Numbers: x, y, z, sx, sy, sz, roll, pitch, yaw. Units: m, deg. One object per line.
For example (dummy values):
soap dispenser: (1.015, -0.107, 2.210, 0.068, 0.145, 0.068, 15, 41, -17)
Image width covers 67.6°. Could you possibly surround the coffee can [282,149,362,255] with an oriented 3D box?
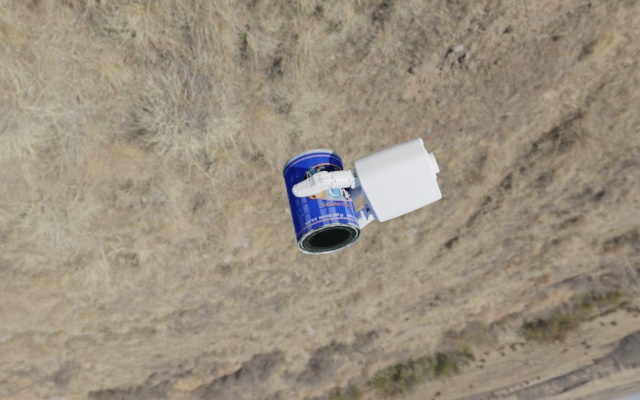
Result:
coffee can: (0.000, 0.002, 0.772, 0.103, 0.140, 0.103, -10, -29, -6)
